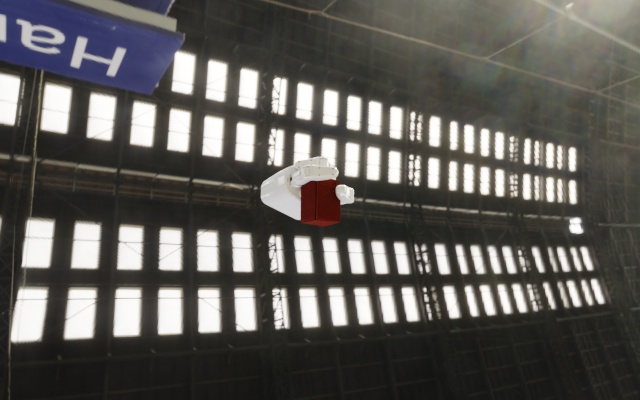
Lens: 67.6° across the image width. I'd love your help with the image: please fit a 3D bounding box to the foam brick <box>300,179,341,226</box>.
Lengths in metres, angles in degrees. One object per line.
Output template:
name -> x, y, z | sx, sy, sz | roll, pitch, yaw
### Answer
foam brick -> 0.000, 0.003, 0.836 | 0.053, 0.078, 0.051 | 10, -17, -33
